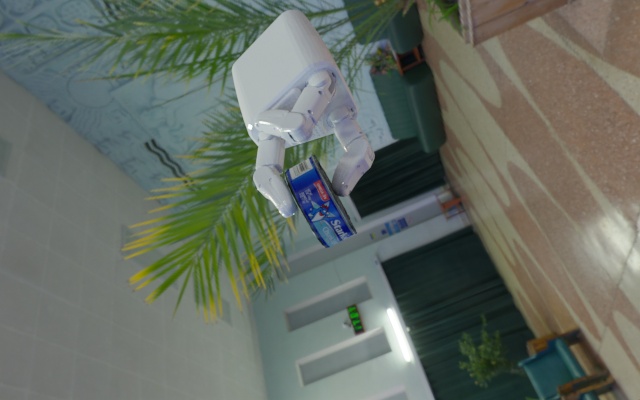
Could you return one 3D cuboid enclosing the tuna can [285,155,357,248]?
[{"bbox_3d":[0.000,0.002,0.456,0.034,0.086,0.086,-29,-2,4],"label":"tuna can"}]
